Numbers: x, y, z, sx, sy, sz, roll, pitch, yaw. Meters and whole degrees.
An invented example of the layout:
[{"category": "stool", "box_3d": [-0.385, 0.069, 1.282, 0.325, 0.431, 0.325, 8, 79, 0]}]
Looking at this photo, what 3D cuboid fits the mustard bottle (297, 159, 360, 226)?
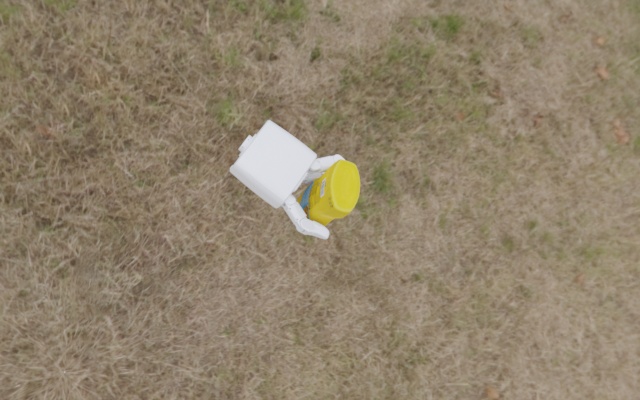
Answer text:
[{"category": "mustard bottle", "box_3d": [0.001, 0.003, 0.868, 0.058, 0.096, 0.192, 16, -24, -22]}]
